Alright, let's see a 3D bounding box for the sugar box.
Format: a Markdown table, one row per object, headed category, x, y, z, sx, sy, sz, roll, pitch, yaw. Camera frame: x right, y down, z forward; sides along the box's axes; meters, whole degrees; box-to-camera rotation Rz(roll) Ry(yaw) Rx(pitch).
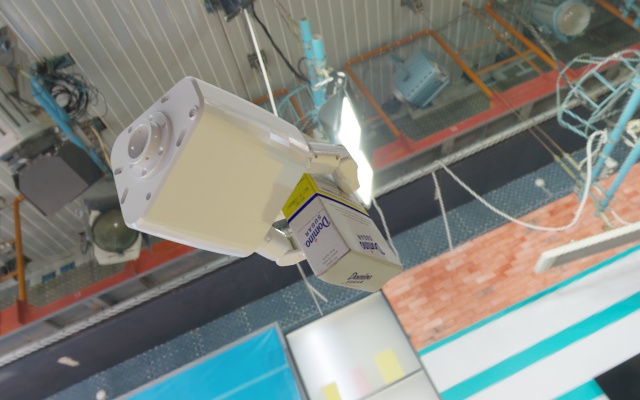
| category | x | y | z | sx | sy | sz | roll | pitch | yaw |
| --- | --- | --- | --- | --- | --- | --- | --- | --- | --- |
| sugar box | 0.000 | 0.002 | 0.455 | 0.048 | 0.176 | 0.093 | -42 | -37 | 20 |
